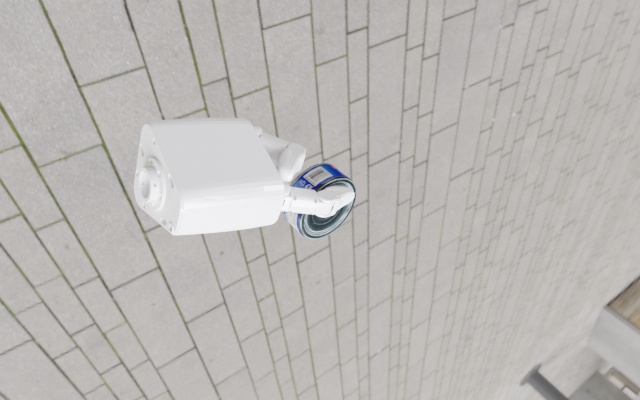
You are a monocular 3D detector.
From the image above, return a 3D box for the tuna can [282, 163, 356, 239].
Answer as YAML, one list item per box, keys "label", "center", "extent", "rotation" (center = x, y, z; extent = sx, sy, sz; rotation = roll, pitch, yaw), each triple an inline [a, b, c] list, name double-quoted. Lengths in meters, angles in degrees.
- label: "tuna can"
  center: [0.000, 0.002, 0.551]
  extent: [0.086, 0.086, 0.033]
  rotation: [0, 31, -47]
